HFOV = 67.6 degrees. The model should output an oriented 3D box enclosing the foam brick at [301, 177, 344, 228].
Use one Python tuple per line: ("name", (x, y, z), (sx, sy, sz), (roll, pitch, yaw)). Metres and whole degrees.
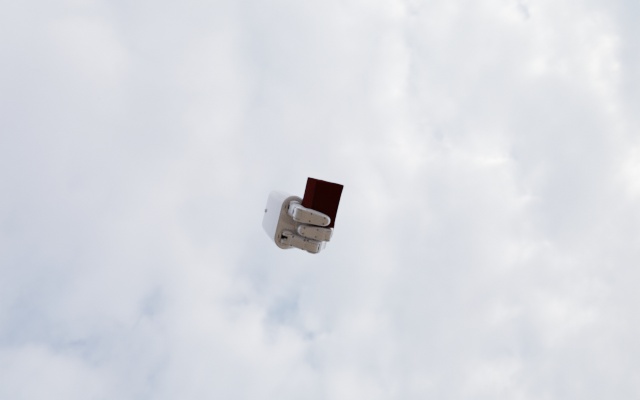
("foam brick", (0.000, 0.002, 0.824), (0.053, 0.078, 0.051), (12, 6, -21))
